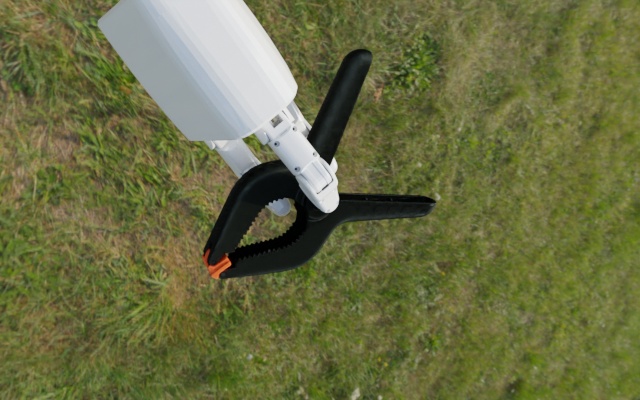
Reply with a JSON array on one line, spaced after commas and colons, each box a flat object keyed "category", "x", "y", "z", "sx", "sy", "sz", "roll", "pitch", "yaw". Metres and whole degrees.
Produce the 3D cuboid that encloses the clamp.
[{"category": "clamp", "x": 0.000, "y": 0.002, "z": 0.401, "sx": 0.210, "sy": 0.165, "sz": 0.036, "roll": -41, "pitch": 27, "yaw": -8}]
